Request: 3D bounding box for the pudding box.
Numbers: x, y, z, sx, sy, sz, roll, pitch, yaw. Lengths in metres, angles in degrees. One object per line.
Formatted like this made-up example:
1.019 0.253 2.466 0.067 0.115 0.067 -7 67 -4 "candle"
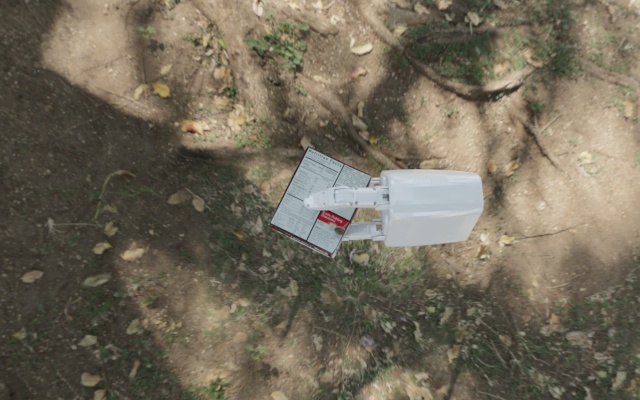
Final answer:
0.000 0.002 0.588 0.090 0.113 0.039 26 -10 5 "pudding box"
